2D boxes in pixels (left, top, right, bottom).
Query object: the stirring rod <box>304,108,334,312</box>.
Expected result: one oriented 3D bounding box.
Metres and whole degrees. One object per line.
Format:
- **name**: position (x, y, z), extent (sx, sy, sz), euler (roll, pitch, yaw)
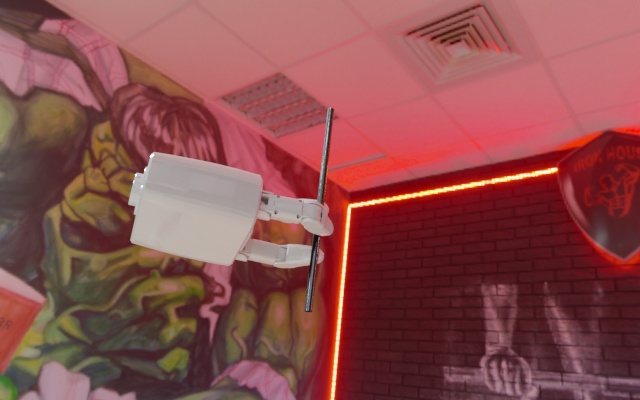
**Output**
- **stirring rod**: position (0.000, 0.002, 0.529), extent (0.011, 0.239, 0.011), euler (6, -22, 2)
